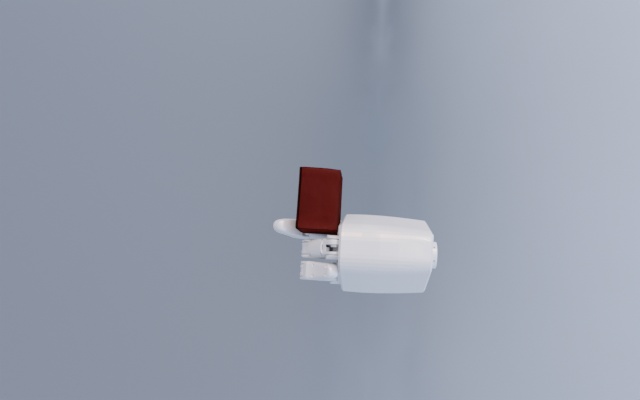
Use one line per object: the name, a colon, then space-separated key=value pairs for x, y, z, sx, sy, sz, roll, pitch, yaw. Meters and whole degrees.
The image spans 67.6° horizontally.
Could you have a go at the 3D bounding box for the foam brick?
foam brick: x=0.000 y=0.002 z=0.598 sx=0.051 sy=0.078 sz=0.053 roll=2 pitch=-10 yaw=7
